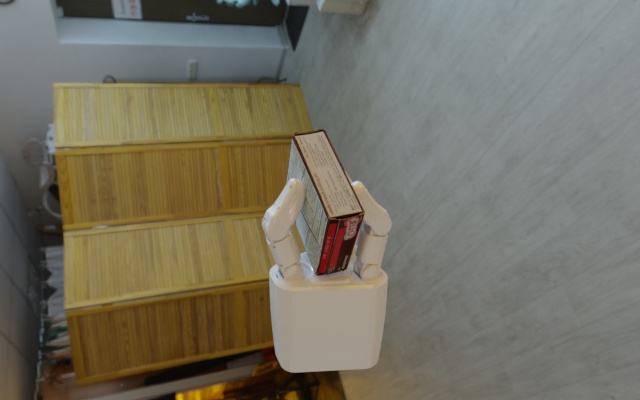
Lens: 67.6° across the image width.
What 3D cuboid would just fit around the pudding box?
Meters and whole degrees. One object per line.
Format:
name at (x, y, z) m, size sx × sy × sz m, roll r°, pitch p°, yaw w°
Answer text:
pudding box at (0.000, 0.002, 0.462) m, size 0.039 × 0.113 × 0.090 m, roll -10°, pitch -38°, yaw -20°
